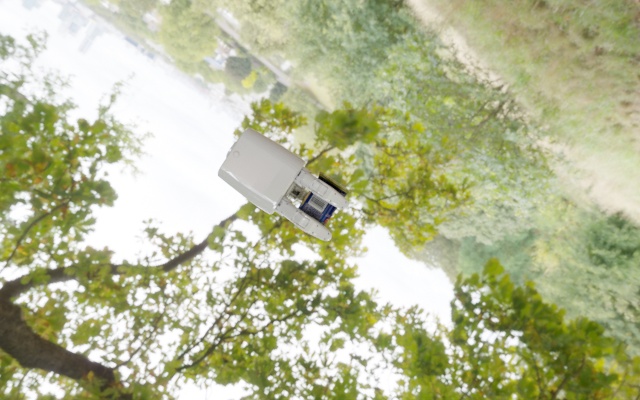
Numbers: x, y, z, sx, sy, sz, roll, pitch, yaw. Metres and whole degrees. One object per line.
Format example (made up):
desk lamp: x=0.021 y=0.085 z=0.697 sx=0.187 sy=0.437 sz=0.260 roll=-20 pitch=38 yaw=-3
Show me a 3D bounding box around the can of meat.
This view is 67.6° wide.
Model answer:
can of meat: x=0.000 y=0.003 z=0.777 sx=0.057 sy=0.084 sz=0.102 roll=34 pitch=2 yaw=-2
